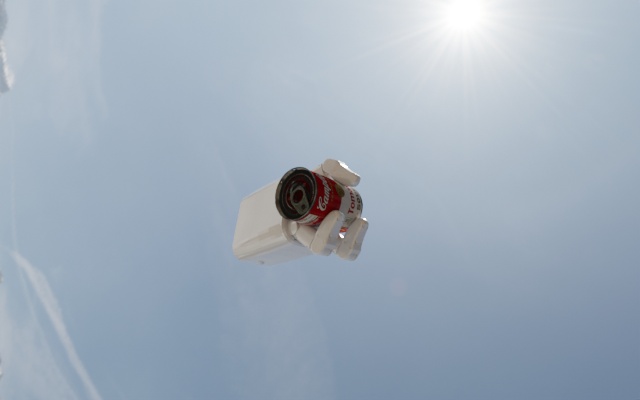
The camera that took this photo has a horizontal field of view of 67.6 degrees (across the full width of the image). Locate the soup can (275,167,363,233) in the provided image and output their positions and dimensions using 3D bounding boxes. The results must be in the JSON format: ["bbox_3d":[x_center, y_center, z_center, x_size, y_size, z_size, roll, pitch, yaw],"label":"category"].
[{"bbox_3d":[0.001,0.002,0.622,0.068,0.068,0.102,0,-12,40],"label":"soup can"}]
